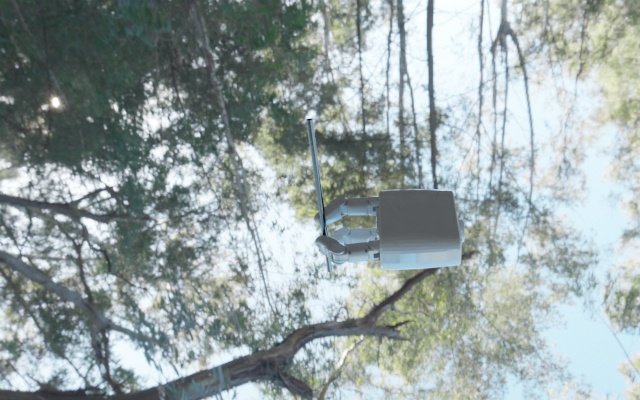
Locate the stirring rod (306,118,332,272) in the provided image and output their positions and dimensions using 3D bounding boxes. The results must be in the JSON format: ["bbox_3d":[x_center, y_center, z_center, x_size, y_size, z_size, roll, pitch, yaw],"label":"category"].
[{"bbox_3d":[0.000,0.002,0.652,0.011,0.240,0.011,-6,31,3],"label":"stirring rod"}]
